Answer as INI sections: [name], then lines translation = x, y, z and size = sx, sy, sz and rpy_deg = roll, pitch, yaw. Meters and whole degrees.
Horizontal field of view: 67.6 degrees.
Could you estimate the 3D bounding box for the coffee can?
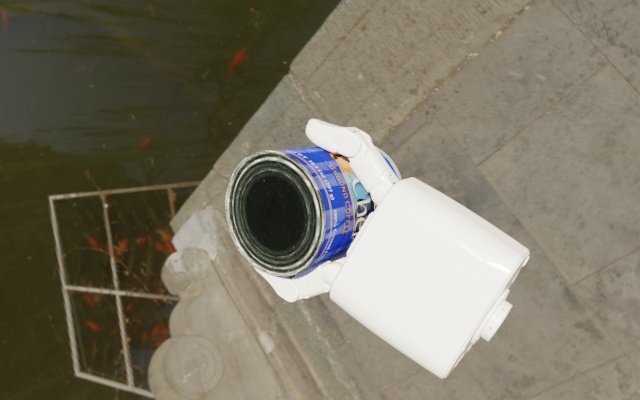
[coffee can]
translation = 0.000, 0.001, 0.435
size = 0.103, 0.103, 0.140
rpy_deg = 0, 8, 35
